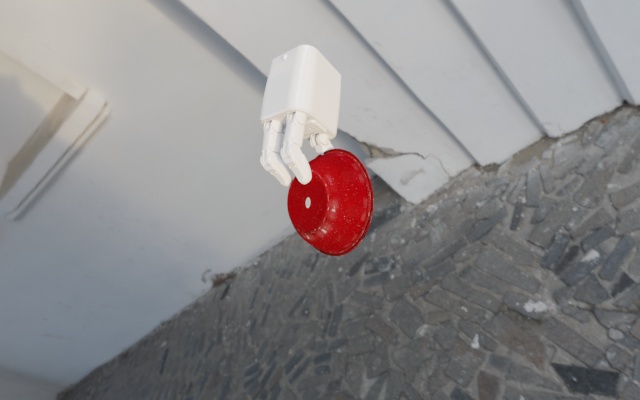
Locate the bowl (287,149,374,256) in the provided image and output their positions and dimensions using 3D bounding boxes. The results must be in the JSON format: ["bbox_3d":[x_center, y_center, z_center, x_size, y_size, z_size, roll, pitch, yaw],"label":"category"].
[{"bbox_3d":[0.000,0.004,0.698,0.055,0.162,0.162,1,-1,-42],"label":"bowl"}]
